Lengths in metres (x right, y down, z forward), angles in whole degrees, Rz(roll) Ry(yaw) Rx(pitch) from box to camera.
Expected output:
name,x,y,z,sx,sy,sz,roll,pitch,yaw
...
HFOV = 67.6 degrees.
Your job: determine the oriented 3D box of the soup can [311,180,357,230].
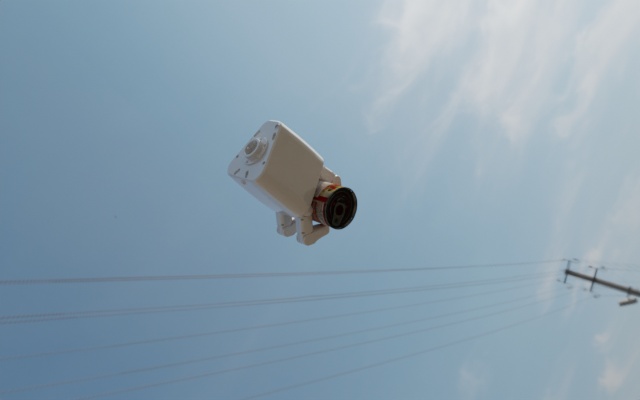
name,x,y,z,sx,sy,sz,roll,pitch,yaw
soup can,0.000,0.003,0.774,0.068,0.068,0.102,0,11,-42
